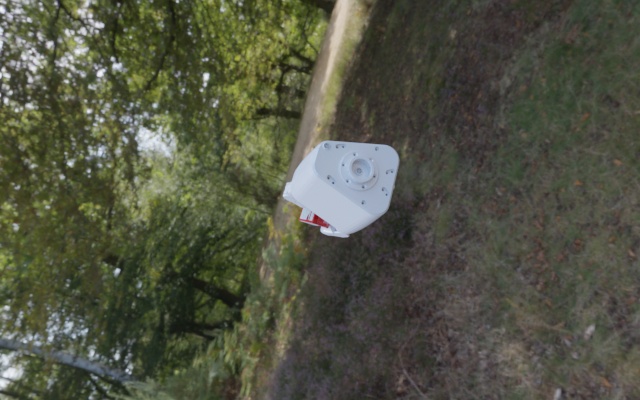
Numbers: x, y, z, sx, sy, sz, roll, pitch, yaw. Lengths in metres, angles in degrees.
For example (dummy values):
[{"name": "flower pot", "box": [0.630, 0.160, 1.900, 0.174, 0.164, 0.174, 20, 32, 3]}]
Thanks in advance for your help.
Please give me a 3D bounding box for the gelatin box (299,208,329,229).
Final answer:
[{"name": "gelatin box", "box": [0.000, 0.002, 0.736, 0.030, 0.073, 0.089, 19, -5, -15]}]
